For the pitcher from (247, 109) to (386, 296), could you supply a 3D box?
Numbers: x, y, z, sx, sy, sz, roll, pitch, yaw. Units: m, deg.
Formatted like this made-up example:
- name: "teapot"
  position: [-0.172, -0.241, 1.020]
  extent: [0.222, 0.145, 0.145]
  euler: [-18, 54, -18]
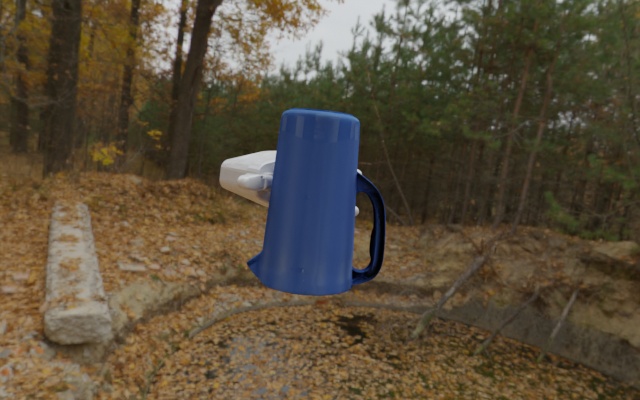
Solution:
- name: "pitcher"
  position: [0.000, 0.002, 0.662]
  extent: [0.149, 0.243, 0.145]
  euler: [1, 8, -44]
